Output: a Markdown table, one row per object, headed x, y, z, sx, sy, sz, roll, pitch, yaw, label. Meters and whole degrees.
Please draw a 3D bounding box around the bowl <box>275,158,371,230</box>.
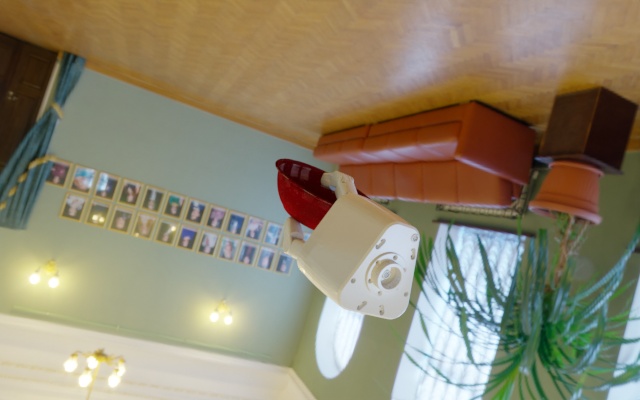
| x | y | z | sx | sy | sz | roll | pitch | yaw | label |
| --- | --- | --- | --- | --- | --- | --- | --- | --- | --- |
| 0.000 | 0.002 | 0.672 | 0.162 | 0.055 | 0.162 | 25 | 16 | -8 | bowl |
